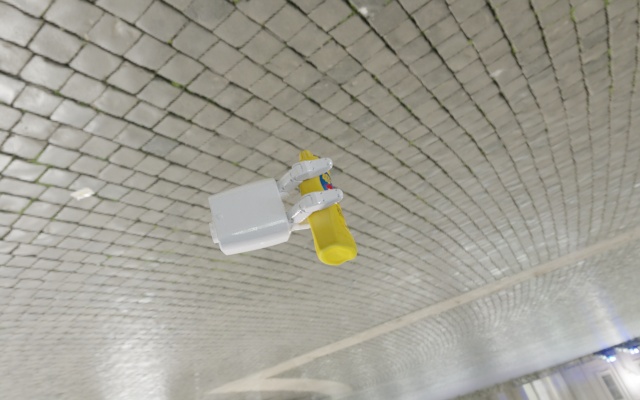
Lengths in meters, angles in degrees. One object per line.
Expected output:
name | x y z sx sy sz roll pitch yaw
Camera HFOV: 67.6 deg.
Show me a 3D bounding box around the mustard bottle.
mustard bottle | 0.001 0.003 0.757 0.058 0.191 0.096 -25 -26 12
